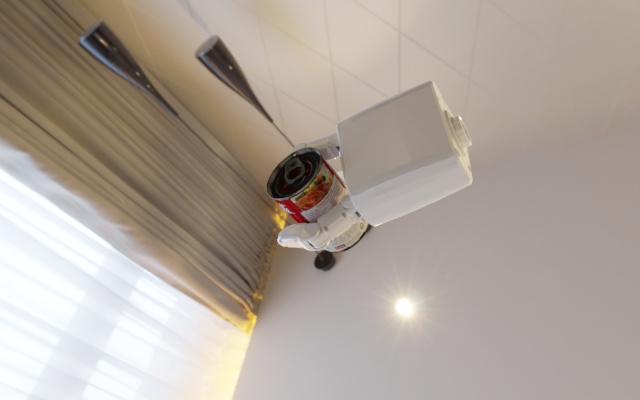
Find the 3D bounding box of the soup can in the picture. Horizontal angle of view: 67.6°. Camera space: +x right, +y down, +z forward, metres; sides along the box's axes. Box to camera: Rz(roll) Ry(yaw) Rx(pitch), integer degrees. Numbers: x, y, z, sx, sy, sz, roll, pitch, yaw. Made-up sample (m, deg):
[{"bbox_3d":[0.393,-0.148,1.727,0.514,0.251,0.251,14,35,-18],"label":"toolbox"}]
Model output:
[{"bbox_3d":[0.000,0.002,0.512,0.068,0.068,0.102,0,-37,43],"label":"soup can"}]
